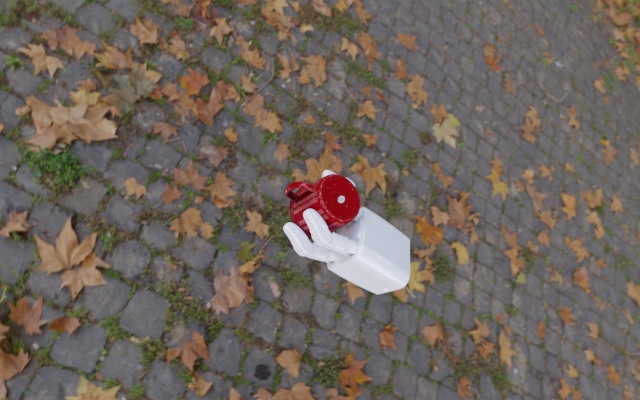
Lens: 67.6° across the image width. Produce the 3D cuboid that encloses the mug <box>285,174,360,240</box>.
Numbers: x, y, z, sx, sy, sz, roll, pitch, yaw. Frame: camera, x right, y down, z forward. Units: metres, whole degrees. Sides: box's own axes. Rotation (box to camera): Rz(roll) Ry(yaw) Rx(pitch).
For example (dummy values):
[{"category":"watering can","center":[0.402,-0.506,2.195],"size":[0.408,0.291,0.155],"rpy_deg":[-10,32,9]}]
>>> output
[{"category":"mug","center":[-0.001,0.002,0.759],"size":[0.117,0.093,0.081],"rpy_deg":[31,-34,-21]}]
